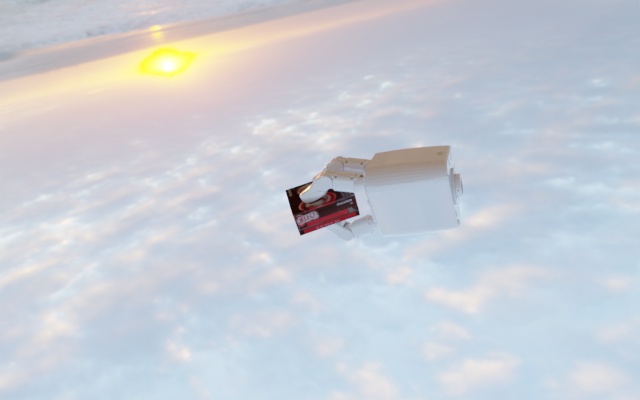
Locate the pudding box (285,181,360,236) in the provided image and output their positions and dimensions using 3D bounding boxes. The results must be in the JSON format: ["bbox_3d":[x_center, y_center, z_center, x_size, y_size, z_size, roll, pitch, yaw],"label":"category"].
[{"bbox_3d":[0.000,0.002,0.698,0.090,0.039,0.113,-18,19,-4],"label":"pudding box"}]
